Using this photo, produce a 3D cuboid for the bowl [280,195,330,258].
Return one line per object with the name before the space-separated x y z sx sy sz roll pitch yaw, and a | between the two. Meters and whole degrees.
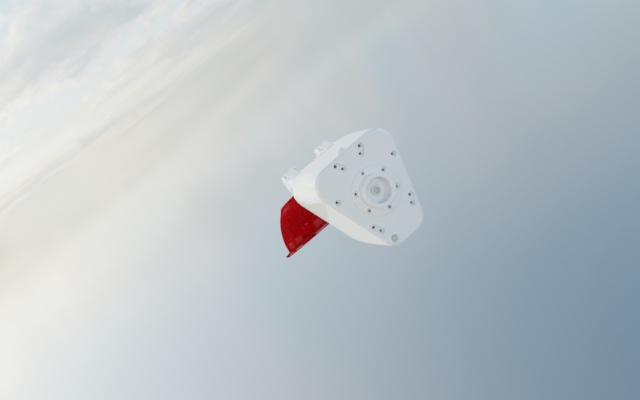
bowl | -0.001 0.002 0.625 0.162 0.055 0.162 -42 -2 -1
